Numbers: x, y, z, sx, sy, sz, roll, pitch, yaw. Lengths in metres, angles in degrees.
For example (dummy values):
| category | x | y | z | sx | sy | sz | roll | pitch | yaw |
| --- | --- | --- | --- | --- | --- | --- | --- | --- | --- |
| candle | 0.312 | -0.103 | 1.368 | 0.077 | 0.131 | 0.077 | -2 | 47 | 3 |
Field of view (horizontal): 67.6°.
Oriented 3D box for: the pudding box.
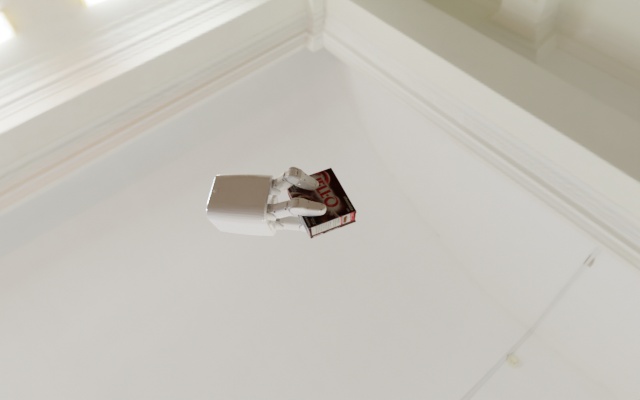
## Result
| category | x | y | z | sx | sy | sz | roll | pitch | yaw |
| --- | --- | --- | --- | --- | --- | --- | --- | --- | --- |
| pudding box | 0.000 | 0.003 | 0.841 | 0.090 | 0.113 | 0.039 | -20 | -34 | -11 |
